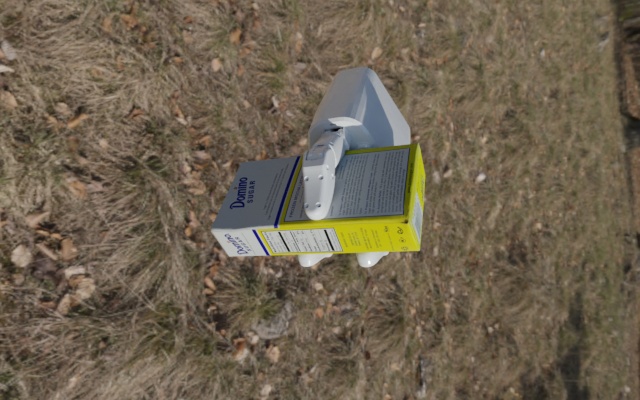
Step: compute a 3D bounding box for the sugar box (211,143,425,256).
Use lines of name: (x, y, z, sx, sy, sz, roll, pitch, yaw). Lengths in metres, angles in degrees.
sugar box: (0.000, 0.002, 0.426, 0.176, 0.093, 0.048, -5, -46, 22)
